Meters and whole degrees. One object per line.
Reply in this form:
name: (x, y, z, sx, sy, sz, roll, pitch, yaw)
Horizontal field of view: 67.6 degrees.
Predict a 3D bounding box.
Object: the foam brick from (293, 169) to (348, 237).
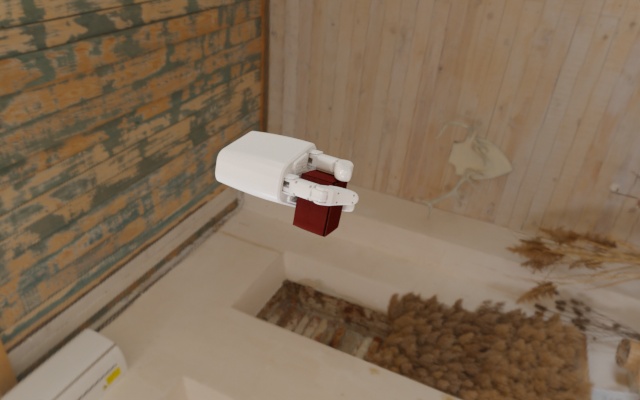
foam brick: (0.000, 0.003, 0.669, 0.051, 0.078, 0.053, 16, 16, 20)
